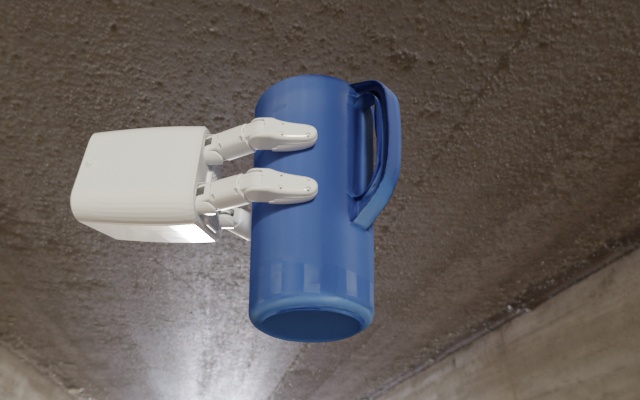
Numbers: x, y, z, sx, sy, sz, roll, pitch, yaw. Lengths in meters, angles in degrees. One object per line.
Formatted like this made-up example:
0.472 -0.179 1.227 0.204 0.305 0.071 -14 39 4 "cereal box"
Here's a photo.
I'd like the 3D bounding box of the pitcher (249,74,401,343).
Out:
0.000 0.002 0.463 0.145 0.242 0.149 1 -33 -1 "pitcher"
